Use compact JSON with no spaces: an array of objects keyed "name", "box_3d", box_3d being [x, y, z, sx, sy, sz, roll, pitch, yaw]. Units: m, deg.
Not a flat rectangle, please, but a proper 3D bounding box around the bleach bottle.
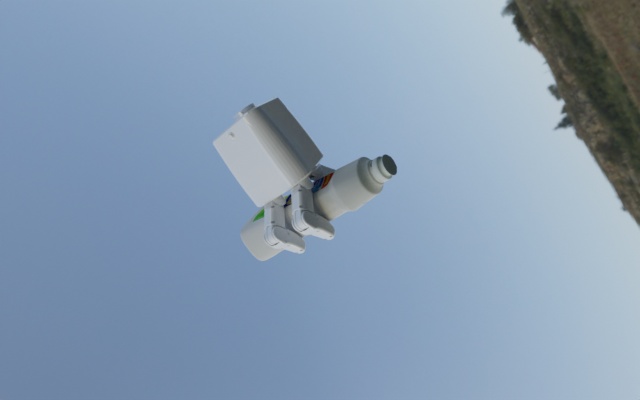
[{"name":"bleach bottle","box_3d":[0.000,0.002,0.649,0.251,0.068,0.102,-29,11,38]}]
